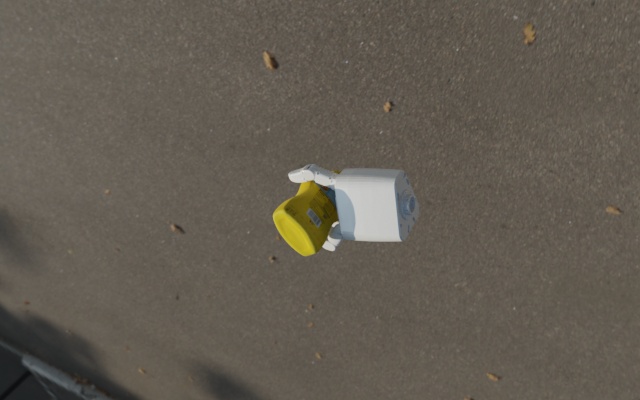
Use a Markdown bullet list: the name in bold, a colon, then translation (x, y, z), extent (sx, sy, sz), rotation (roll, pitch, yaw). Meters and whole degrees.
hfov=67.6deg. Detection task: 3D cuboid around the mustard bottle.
- **mustard bottle**: translation (0.000, 0.003, 0.836), extent (0.058, 0.096, 0.191), rotation (-26, 18, 43)
